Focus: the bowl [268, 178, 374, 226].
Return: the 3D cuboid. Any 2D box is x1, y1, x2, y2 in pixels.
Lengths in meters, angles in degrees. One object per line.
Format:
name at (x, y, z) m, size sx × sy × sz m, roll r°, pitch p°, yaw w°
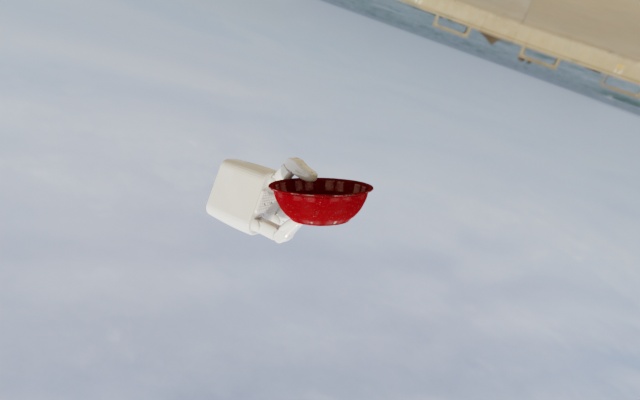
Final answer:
bowl at (0.001, 0.003, 0.737) m, size 0.162 × 0.055 × 0.162 m, roll 1°, pitch 11°, yaw 0°
